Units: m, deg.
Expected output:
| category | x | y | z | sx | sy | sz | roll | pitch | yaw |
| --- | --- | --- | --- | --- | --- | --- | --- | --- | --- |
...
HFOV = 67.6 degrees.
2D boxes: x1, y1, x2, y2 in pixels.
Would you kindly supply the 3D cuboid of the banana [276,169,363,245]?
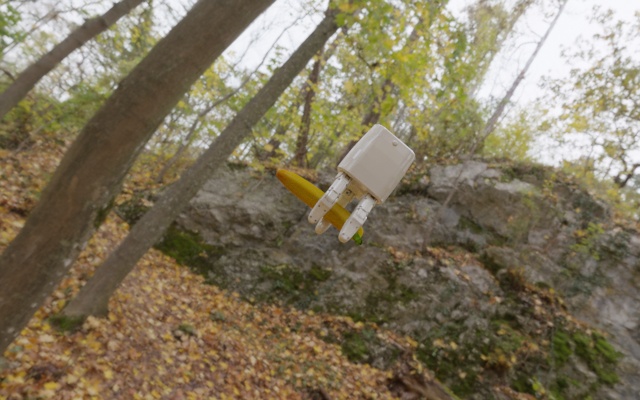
| category | x | y | z | sx | sy | sz | roll | pitch | yaw |
| --- | --- | --- | --- | --- | --- | --- | --- | --- | --- |
| banana | 0.007 | 0.009 | 0.837 | 0.197 | 0.037 | 0.070 | 38 | -2 | 17 |
